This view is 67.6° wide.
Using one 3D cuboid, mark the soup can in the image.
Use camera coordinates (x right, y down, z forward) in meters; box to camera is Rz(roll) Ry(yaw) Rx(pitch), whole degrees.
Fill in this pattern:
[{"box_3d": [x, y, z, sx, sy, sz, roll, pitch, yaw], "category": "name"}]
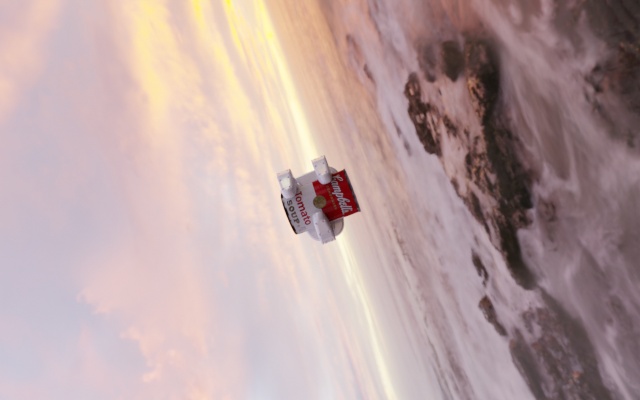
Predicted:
[{"box_3d": [0.000, 0.002, 0.700, 0.102, 0.068, 0.068, -21, -1, 2], "category": "soup can"}]
